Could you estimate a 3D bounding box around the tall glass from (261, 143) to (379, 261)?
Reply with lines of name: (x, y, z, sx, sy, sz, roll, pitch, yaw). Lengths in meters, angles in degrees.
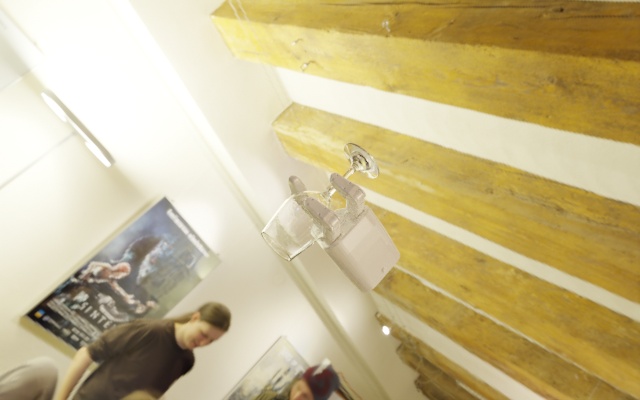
tall glass: (0.000, 0.002, 0.741, 0.201, 0.079, 0.079, -45, 17, -19)
